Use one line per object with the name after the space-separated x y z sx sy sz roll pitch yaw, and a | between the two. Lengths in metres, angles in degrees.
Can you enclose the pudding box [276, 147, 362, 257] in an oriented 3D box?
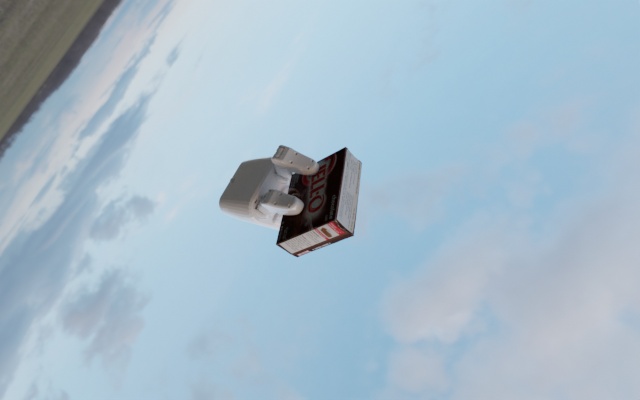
0.000 0.002 0.558 0.090 0.113 0.039 -26 -48 35 | pudding box
